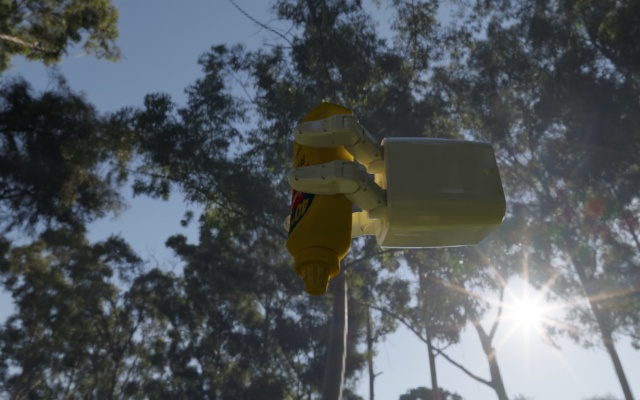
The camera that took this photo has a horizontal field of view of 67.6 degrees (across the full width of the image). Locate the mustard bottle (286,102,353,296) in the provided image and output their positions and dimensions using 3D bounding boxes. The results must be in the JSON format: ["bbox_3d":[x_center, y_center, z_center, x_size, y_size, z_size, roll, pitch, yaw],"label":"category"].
[{"bbox_3d":[0.000,0.001,0.467,0.058,0.191,0.096,15,-38,-17],"label":"mustard bottle"}]
